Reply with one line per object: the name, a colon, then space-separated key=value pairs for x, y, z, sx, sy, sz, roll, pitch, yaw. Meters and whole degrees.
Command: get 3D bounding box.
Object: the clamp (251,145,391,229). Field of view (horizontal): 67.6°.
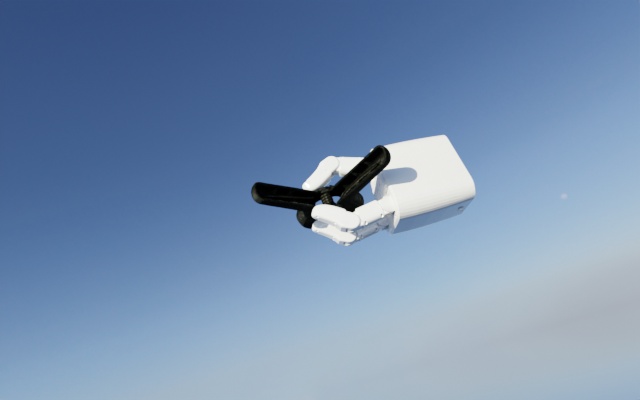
clamp: x=0.000 y=0.001 z=0.624 sx=0.164 sy=0.036 sz=0.210 roll=-13 pitch=-21 yaw=-6
